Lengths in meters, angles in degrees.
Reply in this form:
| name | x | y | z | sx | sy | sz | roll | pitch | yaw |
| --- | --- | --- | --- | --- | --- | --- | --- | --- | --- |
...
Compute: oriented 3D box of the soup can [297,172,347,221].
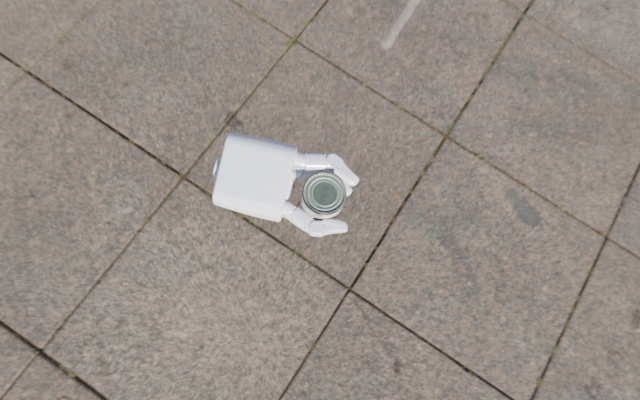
| name | x | y | z | sx | sy | sz | roll | pitch | yaw |
| --- | --- | --- | --- | --- | --- | --- | --- | --- | --- |
| soup can | 0.001 | 0.003 | 0.744 | 0.068 | 0.068 | 0.102 | 0 | -16 | -7 |
